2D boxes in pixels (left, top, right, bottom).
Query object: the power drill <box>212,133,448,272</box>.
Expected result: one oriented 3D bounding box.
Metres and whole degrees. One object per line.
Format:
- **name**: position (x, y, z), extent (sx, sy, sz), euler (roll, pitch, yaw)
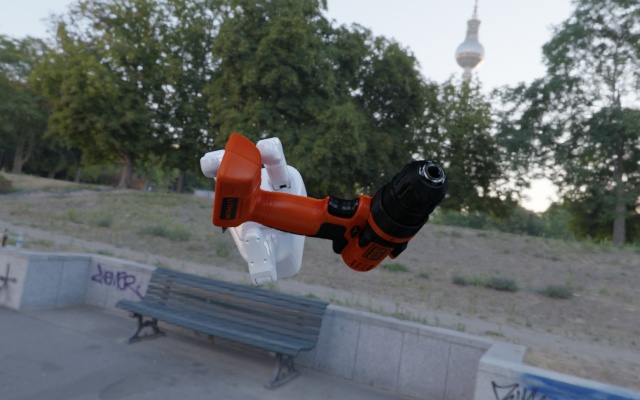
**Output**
- **power drill**: position (0.000, 0.001, 0.438), extent (0.187, 0.057, 0.184), euler (17, -33, -7)
